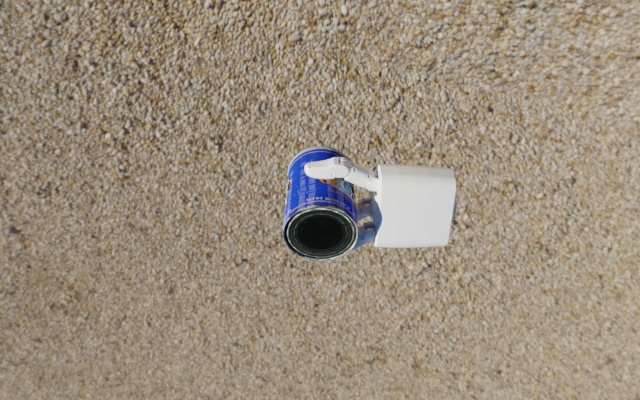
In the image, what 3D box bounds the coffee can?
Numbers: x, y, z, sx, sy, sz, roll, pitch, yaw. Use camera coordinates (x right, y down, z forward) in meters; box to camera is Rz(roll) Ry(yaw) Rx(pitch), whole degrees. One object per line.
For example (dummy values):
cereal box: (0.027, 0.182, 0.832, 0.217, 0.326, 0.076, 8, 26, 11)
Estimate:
coffee can: (0.000, 0.002, 0.690, 0.103, 0.103, 0.140, 0, 40, 0)
